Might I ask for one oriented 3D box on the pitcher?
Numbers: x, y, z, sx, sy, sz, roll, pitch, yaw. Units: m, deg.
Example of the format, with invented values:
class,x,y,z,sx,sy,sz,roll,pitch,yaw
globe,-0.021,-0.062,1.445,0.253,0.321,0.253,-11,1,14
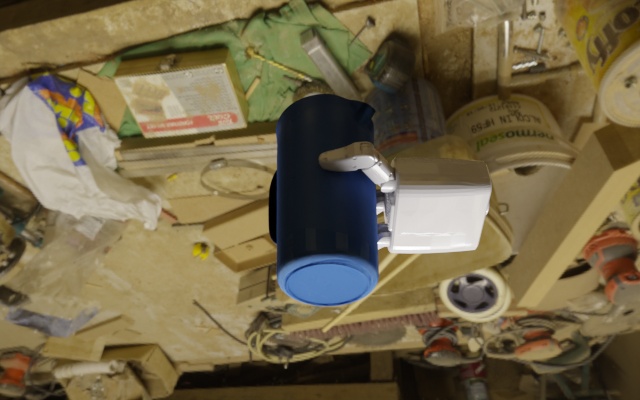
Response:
class,x,y,z,sx,sy,sz,roll,pitch,yaw
pitcher,0.000,0.002,0.579,0.145,0.242,0.149,0,-40,0
